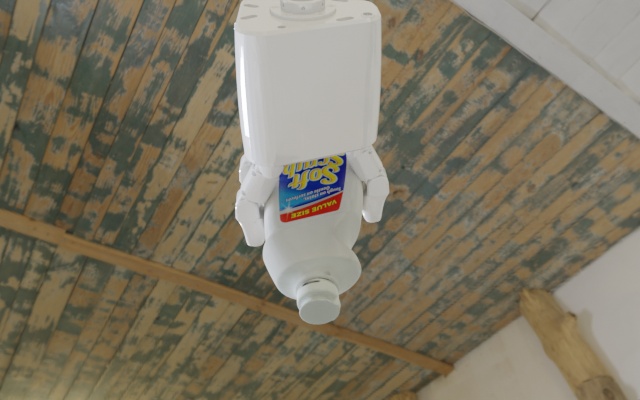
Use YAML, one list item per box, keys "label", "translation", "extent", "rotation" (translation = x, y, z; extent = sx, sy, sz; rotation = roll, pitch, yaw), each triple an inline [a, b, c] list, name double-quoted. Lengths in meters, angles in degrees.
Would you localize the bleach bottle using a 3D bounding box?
- label: "bleach bottle"
  translation: [0.000, 0.001, 0.437]
  extent: [0.102, 0.068, 0.250]
  rotation: [-2, 39, -3]
